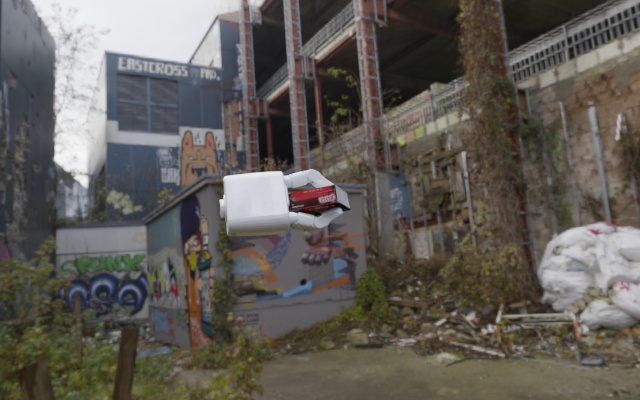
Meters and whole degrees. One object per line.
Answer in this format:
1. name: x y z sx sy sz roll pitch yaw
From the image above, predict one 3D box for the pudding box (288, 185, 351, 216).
1. pudding box: 0.000 0.003 0.883 0.090 0.039 0.113 -9 -8 15
